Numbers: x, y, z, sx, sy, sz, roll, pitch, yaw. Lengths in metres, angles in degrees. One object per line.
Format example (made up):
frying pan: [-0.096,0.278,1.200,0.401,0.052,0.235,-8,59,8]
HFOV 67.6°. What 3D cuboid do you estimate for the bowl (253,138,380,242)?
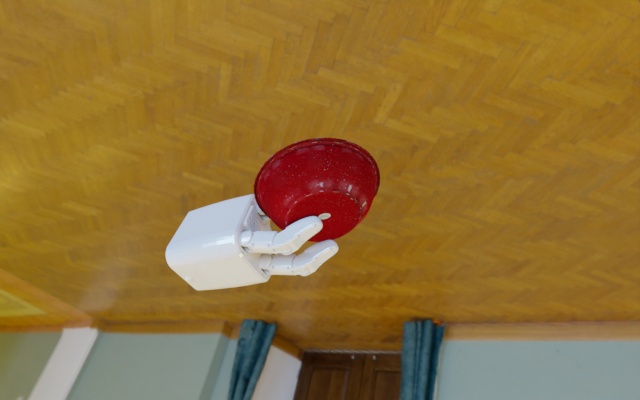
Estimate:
bowl: [0.001,0.002,0.587,0.162,0.055,0.162,-6,-43,-6]
